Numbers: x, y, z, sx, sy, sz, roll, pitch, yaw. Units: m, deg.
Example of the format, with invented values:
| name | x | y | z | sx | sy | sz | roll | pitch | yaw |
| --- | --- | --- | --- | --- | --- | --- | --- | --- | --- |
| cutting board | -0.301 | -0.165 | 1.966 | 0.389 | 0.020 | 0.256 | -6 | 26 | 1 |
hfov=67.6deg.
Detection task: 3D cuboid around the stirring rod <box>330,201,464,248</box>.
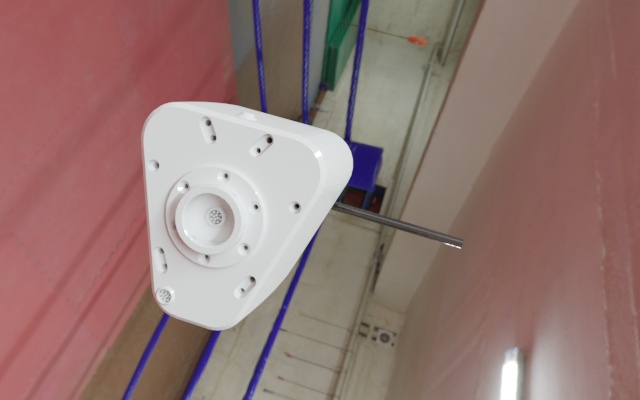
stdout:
| name | x | y | z | sx | sy | sz | roll | pitch | yaw |
| --- | --- | --- | --- | --- | --- | --- | --- | --- | --- |
| stirring rod | 0.000 | 0.001 | 0.400 | 0.239 | 0.011 | 0.011 | 16 | 2 | 6 |
